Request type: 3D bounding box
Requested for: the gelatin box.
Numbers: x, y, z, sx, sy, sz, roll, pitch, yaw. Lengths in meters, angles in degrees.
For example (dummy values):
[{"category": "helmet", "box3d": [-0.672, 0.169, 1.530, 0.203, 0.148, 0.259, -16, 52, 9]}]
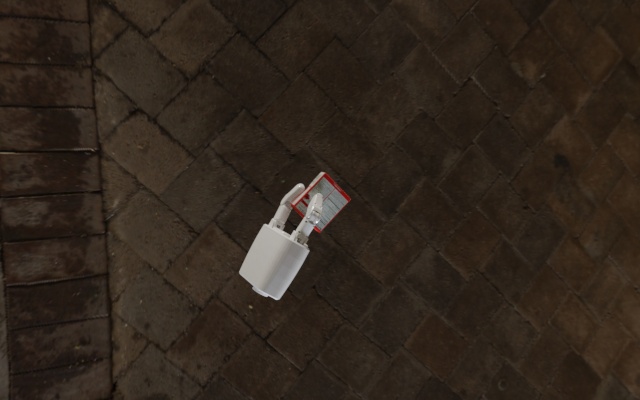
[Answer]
[{"category": "gelatin box", "box3d": [0.000, 0.003, 0.892, 0.073, 0.089, 0.030, 45, -5, -17]}]
